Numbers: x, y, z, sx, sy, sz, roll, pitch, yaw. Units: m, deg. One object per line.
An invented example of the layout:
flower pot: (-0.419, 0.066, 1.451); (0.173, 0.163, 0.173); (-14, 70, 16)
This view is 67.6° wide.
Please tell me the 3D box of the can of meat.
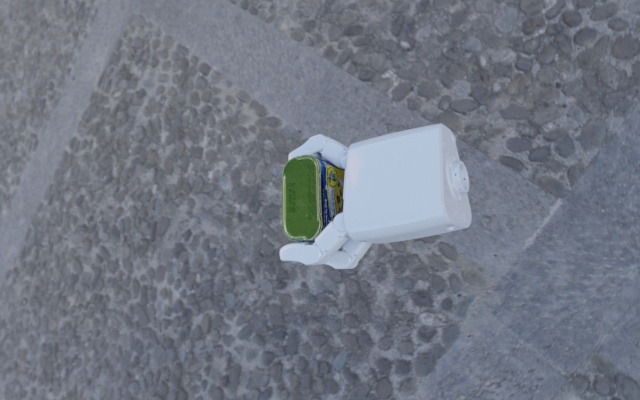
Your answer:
can of meat: (0.000, 0.002, 0.561); (0.057, 0.102, 0.084); (-8, -11, 32)
